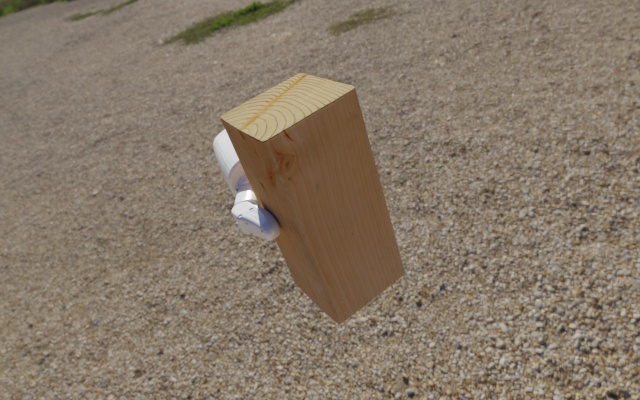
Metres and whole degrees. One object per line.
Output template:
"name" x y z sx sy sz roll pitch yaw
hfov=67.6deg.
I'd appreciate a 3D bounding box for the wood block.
"wood block" 0.000 0.001 0.445 0.091 0.206 0.090 -33 35 -19
